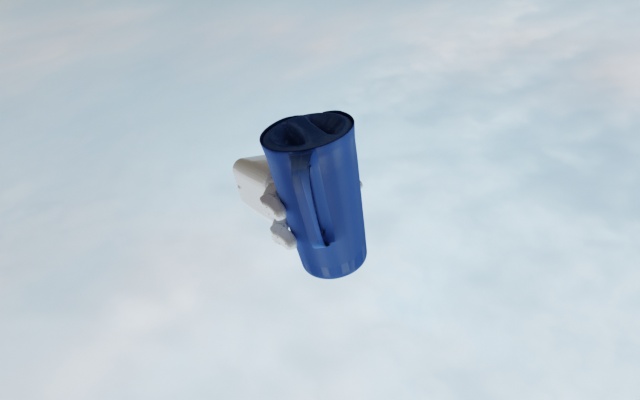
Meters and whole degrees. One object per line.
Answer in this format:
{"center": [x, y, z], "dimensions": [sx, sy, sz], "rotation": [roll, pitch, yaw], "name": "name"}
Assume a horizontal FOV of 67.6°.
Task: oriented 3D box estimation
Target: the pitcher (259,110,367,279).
{"center": [0.000, 0.002, 0.707], "dimensions": [0.149, 0.243, 0.145], "rotation": [-32, 36, -29], "name": "pitcher"}
